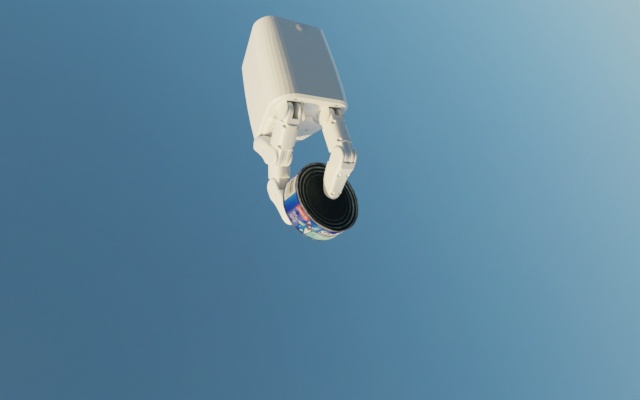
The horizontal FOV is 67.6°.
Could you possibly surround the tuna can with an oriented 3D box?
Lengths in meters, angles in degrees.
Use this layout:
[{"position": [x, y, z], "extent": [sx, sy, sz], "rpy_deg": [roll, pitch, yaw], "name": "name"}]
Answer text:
[{"position": [0.000, 0.002, 0.543], "extent": [0.086, 0.086, 0.034], "rpy_deg": [0, -25, -41], "name": "tuna can"}]
